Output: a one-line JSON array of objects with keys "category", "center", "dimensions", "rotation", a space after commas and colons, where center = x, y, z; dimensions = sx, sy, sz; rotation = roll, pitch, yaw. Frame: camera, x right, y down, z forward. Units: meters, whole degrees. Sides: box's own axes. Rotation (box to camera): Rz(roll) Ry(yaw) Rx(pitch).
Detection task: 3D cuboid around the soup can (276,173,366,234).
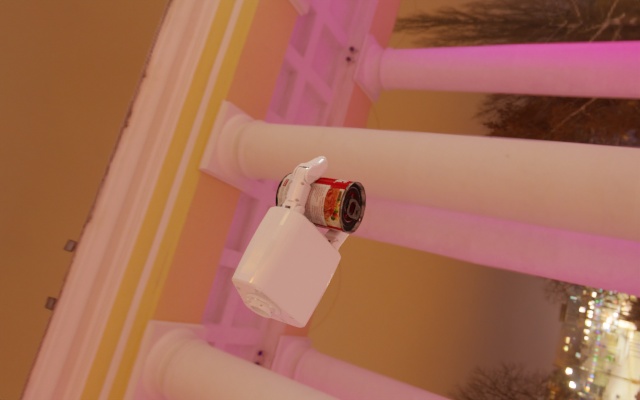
[{"category": "soup can", "center": [0.000, 0.002, 0.635], "dimensions": [0.102, 0.068, 0.068], "rotation": [10, 5, 31]}]
